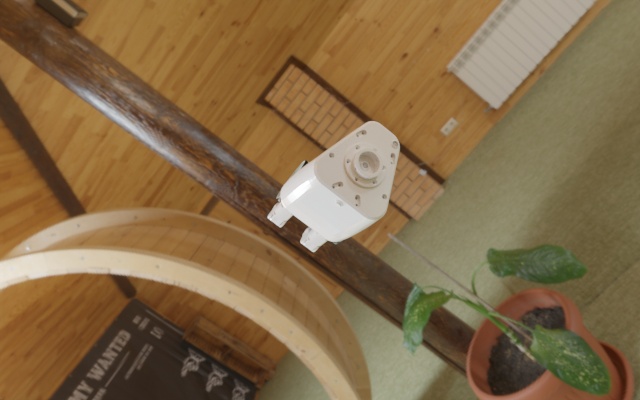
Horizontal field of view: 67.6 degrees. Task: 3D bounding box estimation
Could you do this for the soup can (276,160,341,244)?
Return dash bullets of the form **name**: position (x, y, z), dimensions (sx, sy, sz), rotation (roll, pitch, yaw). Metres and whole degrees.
- **soup can**: position (0.000, 0.002, 0.644), dimensions (0.102, 0.068, 0.068), rotation (37, -7, -9)
